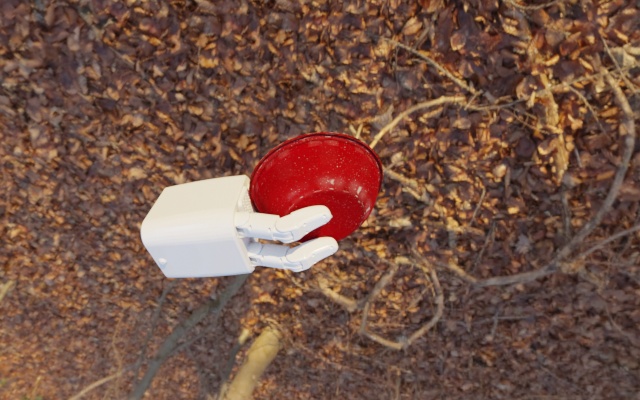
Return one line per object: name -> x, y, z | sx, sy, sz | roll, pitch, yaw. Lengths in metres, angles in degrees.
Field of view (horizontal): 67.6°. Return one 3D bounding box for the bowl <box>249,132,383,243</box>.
bowl -> 0.001, 0.002, 0.548 | 0.162, 0.055, 0.162 | -7, -44, -7
